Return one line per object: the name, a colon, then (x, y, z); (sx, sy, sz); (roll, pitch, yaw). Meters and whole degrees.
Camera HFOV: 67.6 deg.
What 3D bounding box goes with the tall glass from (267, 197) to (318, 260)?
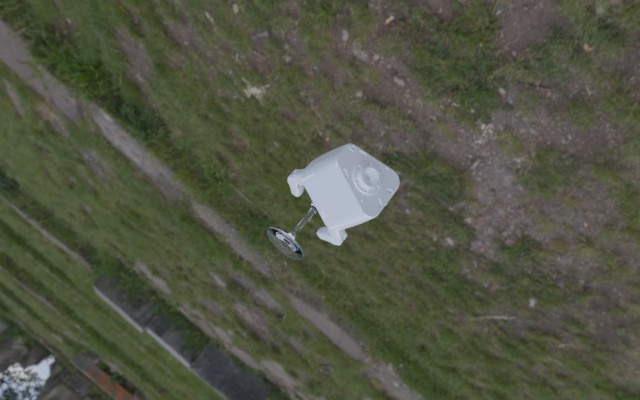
tall glass: (0.000, 0.003, 0.813); (0.079, 0.079, 0.201); (0, 43, 52)
